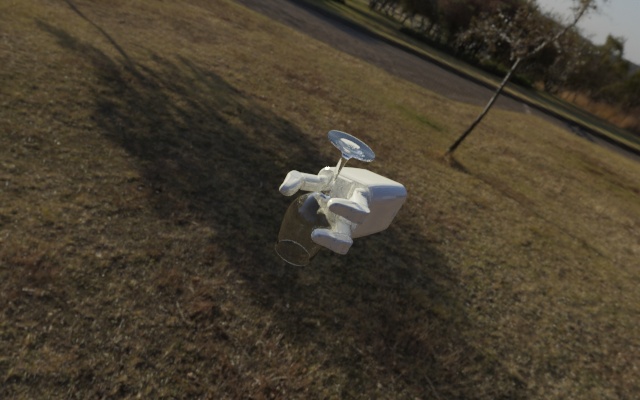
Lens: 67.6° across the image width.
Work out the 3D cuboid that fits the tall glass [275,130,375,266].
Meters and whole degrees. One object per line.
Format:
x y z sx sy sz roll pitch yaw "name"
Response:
0.000 0.002 0.699 0.079 0.201 0.079 23 26 -12 "tall glass"
